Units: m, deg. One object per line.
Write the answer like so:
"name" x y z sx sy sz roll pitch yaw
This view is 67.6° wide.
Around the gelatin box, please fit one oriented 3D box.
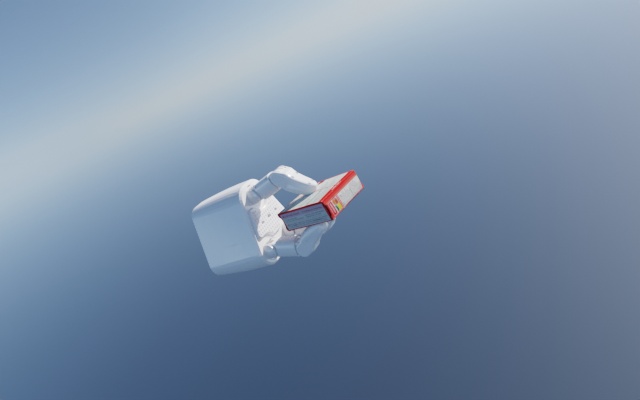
"gelatin box" 0.000 0.001 0.594 0.089 0.030 0.073 -18 20 47
